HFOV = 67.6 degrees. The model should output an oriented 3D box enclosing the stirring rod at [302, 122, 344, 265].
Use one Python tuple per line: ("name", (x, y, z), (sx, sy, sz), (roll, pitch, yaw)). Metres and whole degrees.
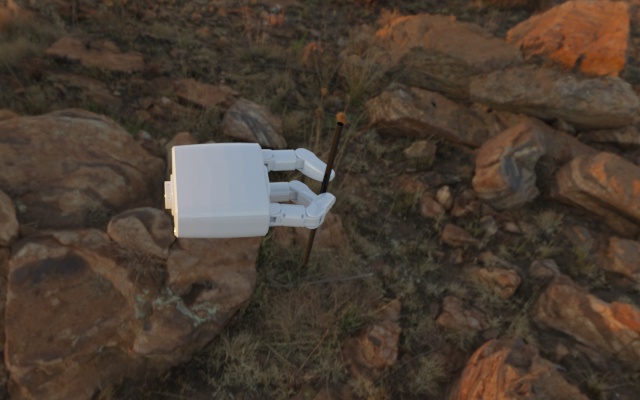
("stirring rod", (0.000, 0.002, 0.621), (0.011, 0.240, 0.011), (8, 41, -7))
